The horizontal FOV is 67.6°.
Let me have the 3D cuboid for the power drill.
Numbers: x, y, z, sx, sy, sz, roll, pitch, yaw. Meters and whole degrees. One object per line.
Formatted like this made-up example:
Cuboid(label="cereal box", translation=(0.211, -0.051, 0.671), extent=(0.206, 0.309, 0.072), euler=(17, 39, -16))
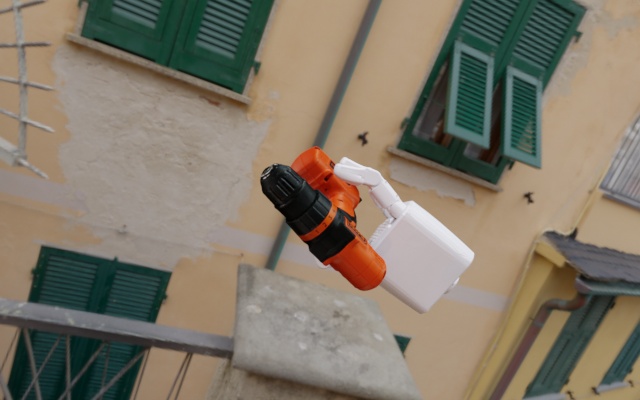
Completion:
Cuboid(label="power drill", translation=(0.000, 0.002, 0.578), extent=(0.057, 0.184, 0.187), euler=(-36, 22, 15))
